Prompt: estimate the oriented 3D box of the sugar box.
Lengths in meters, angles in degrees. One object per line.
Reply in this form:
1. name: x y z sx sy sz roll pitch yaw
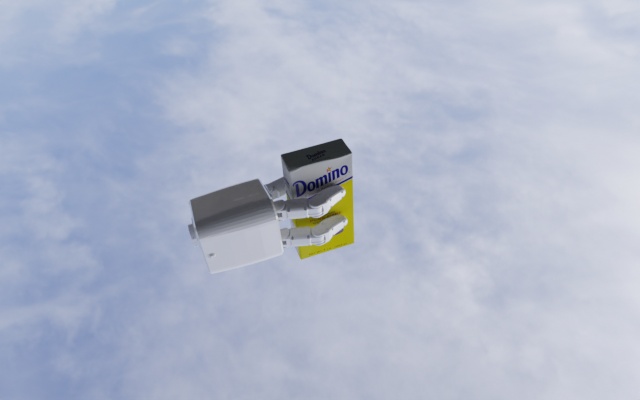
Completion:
1. sugar box: 0.000 0.003 0.695 0.093 0.176 0.048 -17 45 -12
